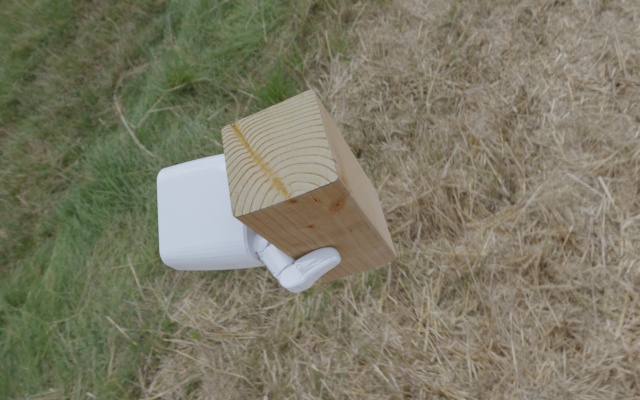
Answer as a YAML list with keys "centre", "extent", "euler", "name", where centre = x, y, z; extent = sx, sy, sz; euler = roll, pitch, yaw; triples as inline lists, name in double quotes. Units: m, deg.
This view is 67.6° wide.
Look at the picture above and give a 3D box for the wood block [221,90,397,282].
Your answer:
- centre: [0.000, 0.002, 0.462]
  extent: [0.090, 0.090, 0.206]
  euler: [-20, -29, 13]
  name: "wood block"
